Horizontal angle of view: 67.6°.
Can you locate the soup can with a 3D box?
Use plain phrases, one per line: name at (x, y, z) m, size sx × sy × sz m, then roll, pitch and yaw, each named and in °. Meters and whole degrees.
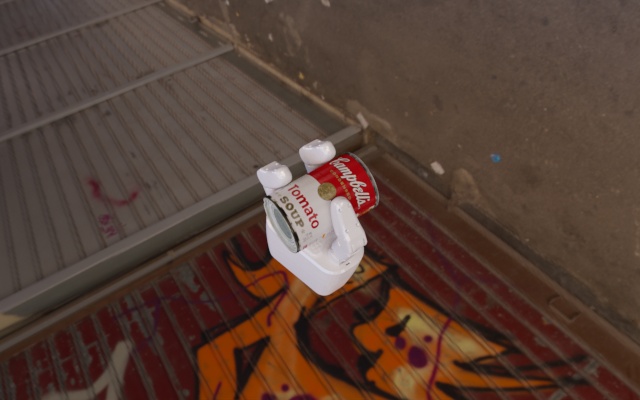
soup can at (0.000, 0.002, 0.497) m, size 0.102 × 0.068 × 0.068 m, roll -30°, pitch 10°, yaw -19°
